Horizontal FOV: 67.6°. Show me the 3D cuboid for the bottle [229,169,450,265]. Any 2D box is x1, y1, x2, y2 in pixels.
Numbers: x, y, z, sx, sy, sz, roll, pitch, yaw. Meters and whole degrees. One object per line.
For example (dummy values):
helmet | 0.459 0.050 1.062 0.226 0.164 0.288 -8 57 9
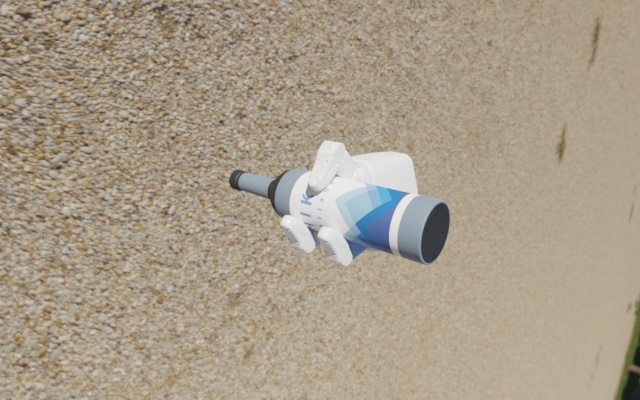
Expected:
bottle | 0.000 0.002 0.560 0.295 0.069 0.069 15 9 37
